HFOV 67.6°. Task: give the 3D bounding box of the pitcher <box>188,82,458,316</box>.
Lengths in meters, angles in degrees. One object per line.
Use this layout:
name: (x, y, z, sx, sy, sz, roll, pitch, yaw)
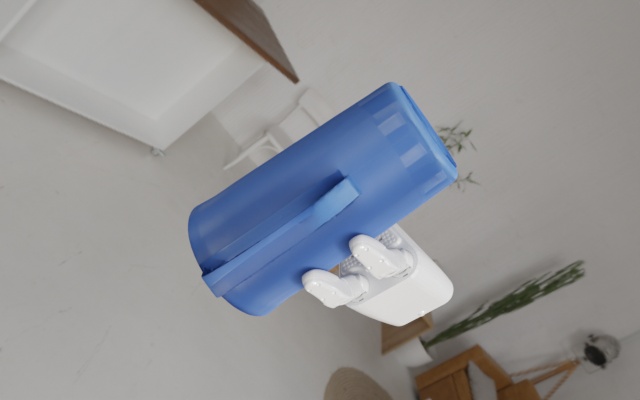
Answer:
pitcher: (0.000, 0.002, 0.452, 0.243, 0.149, 0.145, -34, -42, 17)
